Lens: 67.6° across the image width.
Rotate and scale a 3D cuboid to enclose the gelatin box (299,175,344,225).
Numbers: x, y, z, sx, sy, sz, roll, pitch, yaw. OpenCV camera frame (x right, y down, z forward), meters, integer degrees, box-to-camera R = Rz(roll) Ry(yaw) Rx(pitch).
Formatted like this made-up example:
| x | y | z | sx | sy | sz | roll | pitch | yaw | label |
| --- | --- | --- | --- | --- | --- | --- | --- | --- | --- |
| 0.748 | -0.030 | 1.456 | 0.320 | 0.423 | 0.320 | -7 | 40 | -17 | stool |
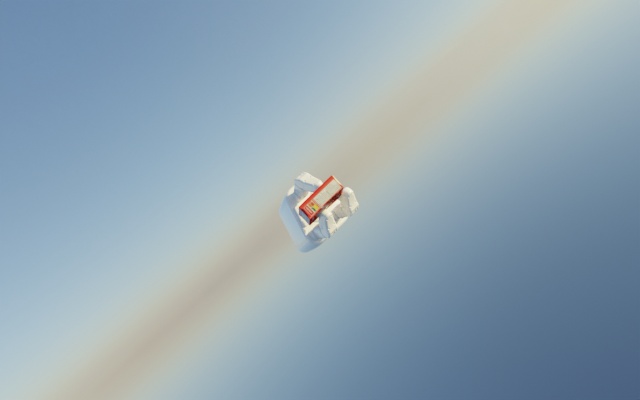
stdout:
| x | y | z | sx | sy | sz | roll | pitch | yaw | label |
| --- | --- | --- | --- | --- | --- | --- | --- | --- | --- |
| 0.000 | 0.002 | 0.768 | 0.073 | 0.030 | 0.089 | -43 | -6 | -8 | gelatin box |
